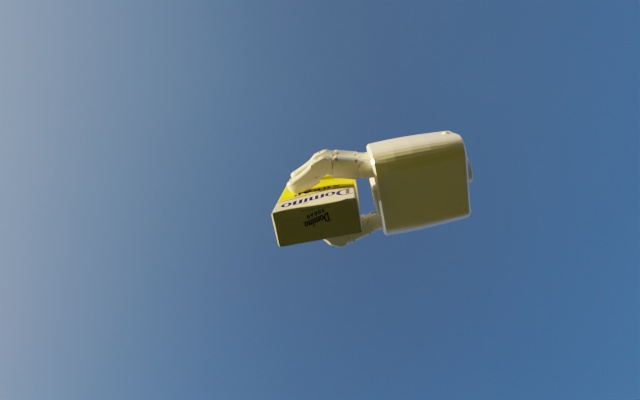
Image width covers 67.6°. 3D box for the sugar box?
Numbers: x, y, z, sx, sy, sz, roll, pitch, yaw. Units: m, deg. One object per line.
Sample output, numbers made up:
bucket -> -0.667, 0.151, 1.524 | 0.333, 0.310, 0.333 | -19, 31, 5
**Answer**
sugar box -> 0.000, 0.001, 0.582 | 0.093, 0.048, 0.176 | -10, 11, 5
